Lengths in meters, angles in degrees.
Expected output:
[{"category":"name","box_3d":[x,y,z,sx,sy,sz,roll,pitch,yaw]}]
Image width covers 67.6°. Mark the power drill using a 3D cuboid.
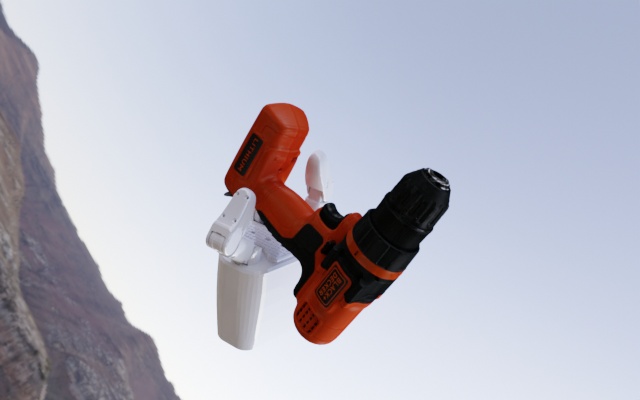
[{"category":"power drill","box_3d":[0.000,0.001,0.407,0.057,0.184,0.187,1,43,-47]}]
